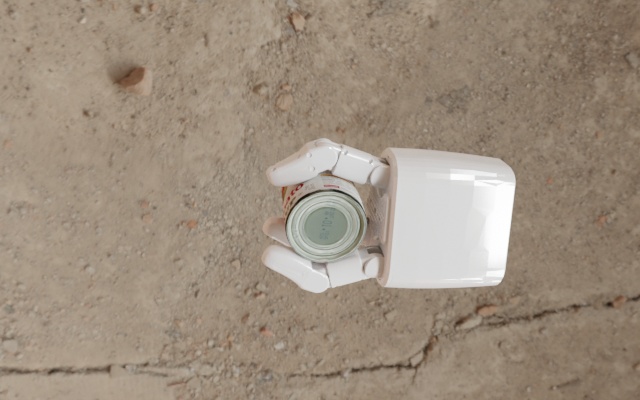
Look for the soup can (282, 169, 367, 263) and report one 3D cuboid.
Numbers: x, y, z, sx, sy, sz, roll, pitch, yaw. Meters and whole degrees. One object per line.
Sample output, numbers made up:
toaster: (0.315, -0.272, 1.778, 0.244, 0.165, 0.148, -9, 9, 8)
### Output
soup can: (0.000, 0.001, 0.424, 0.068, 0.068, 0.102, 0, 25, -6)
